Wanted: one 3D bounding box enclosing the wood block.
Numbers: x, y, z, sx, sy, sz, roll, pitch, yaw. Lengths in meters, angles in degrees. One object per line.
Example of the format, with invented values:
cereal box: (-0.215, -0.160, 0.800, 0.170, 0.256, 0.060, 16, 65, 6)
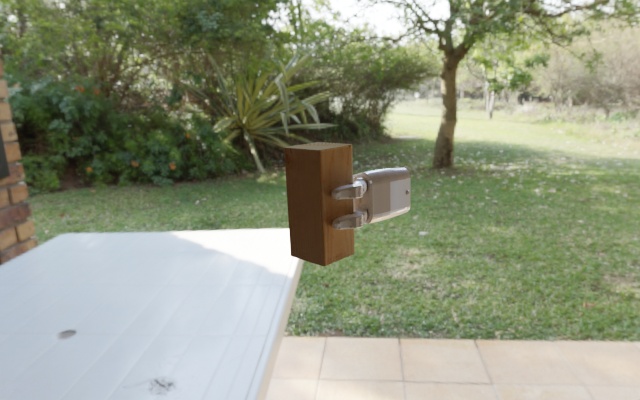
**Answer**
wood block: (0.000, 0.003, 0.873, 0.091, 0.206, 0.090, 11, 19, 43)
